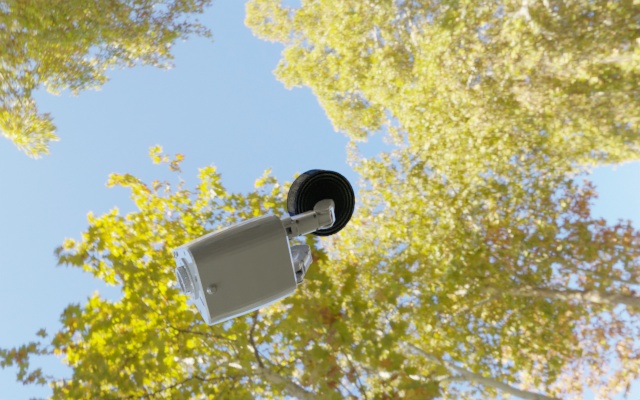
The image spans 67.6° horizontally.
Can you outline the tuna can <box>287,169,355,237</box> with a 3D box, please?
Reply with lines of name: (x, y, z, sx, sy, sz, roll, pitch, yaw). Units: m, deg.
tuna can: (0.000, 0.002, 0.620, 0.086, 0.086, 0.033, 0, 8, -27)
